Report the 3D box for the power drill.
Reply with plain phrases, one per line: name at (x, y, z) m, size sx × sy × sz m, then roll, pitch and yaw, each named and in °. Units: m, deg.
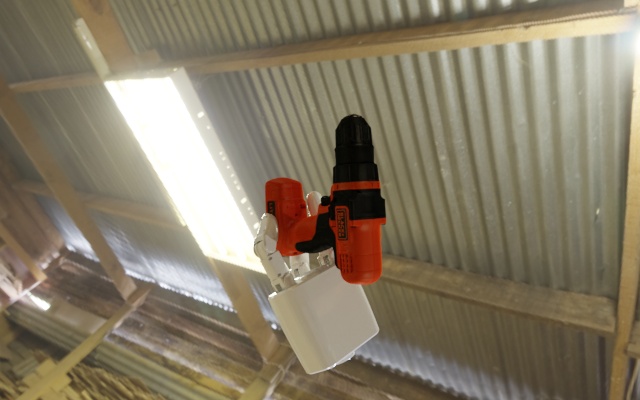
power drill at (0.000, 0.002, 0.573) m, size 0.057 × 0.184 × 0.187 m, roll -1°, pitch -2°, yaw -34°
